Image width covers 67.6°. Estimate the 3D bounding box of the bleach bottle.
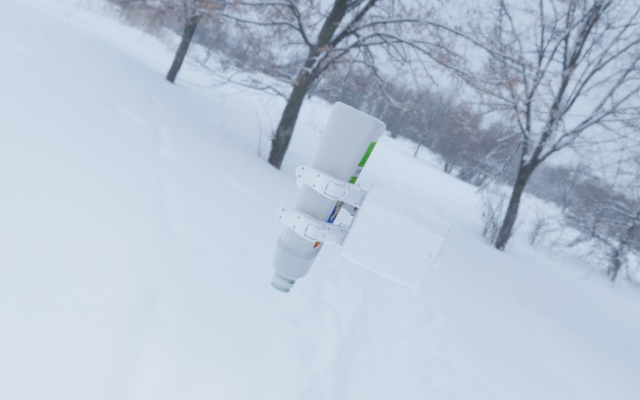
[{"bbox_3d":[0.000,0.002,0.618,0.068,0.251,0.102,26,11,8],"label":"bleach bottle"}]
